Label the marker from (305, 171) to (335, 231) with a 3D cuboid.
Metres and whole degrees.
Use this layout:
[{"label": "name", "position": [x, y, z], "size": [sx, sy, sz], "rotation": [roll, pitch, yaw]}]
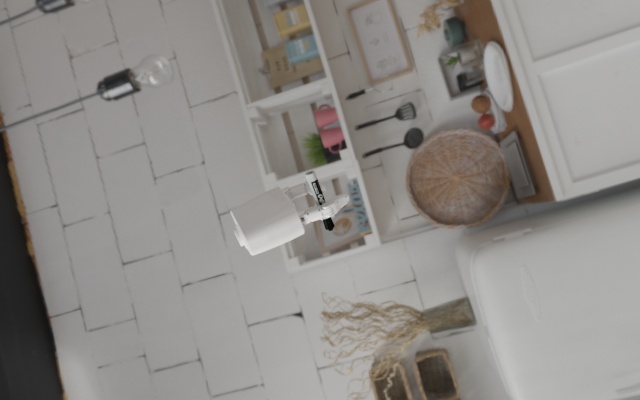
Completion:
[{"label": "marker", "position": [0.000, 0.003, 0.877], "size": [0.020, 0.121, 0.020], "rotation": [-17, 22, 7]}]
